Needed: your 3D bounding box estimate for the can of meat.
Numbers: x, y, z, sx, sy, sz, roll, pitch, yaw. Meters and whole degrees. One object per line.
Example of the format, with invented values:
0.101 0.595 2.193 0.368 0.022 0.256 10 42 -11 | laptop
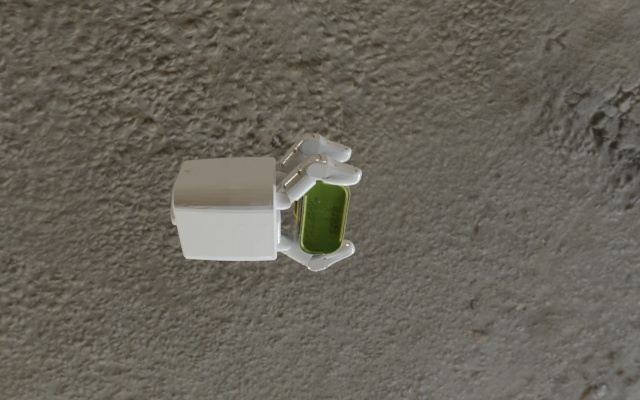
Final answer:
0.000 0.002 0.562 0.057 0.102 0.084 3 27 -7 | can of meat
